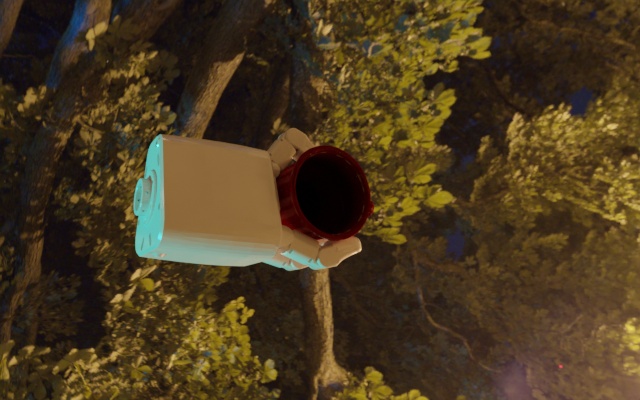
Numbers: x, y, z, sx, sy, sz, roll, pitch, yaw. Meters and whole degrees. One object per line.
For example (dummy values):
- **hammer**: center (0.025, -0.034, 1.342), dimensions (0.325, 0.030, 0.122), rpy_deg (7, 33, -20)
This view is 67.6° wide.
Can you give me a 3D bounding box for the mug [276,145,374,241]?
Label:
- **mug**: center (0.001, 0.002, 0.494), dimensions (0.117, 0.093, 0.081), rpy_deg (10, -17, -32)
